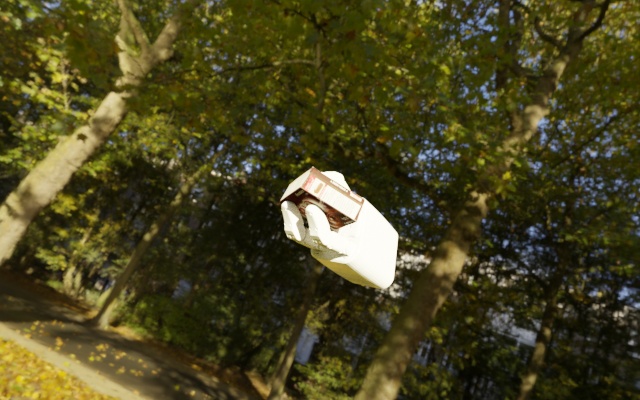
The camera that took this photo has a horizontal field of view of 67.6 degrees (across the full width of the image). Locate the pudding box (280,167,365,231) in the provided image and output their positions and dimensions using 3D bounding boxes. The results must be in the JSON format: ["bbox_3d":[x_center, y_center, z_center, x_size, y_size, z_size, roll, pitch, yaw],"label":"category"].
[{"bbox_3d":[0.000,0.002,0.675,0.090,0.039,0.113,31,-21,-11],"label":"pudding box"}]
